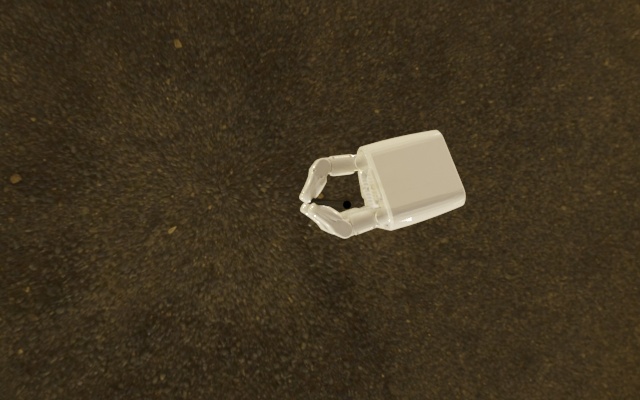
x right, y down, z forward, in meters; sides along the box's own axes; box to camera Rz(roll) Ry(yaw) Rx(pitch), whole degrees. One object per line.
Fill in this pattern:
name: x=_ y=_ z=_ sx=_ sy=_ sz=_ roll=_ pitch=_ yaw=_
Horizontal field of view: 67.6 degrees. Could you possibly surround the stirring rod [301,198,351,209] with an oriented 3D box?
stirring rod: x=0.000 y=0.002 z=0.555 sx=0.011 sy=0.011 sz=0.239 roll=0 pitch=1 yaw=-12
